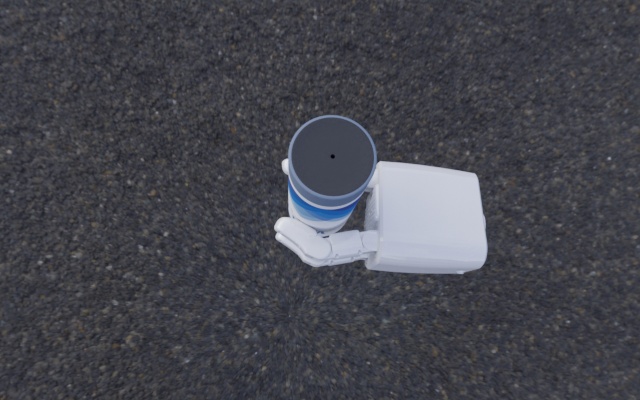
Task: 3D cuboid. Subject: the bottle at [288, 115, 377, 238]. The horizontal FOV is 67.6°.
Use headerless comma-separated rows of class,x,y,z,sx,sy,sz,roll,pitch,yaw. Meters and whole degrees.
bottle,0.000,0.002,0.497,0.069,0.069,0.296,0,-14,-4
